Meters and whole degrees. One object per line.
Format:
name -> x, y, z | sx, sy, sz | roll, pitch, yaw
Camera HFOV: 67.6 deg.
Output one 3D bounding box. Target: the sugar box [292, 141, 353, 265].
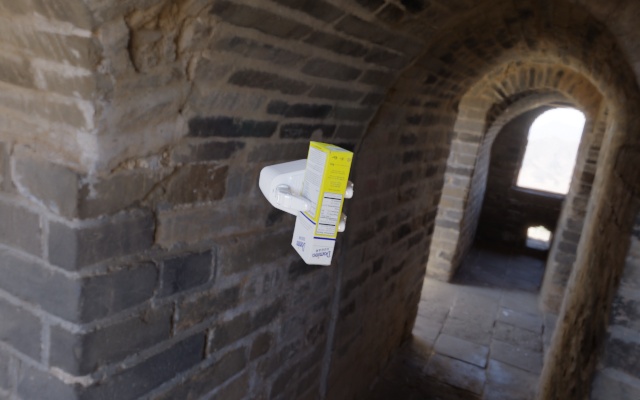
sugar box -> 0.001, 0.002, 0.745 | 0.048, 0.176, 0.093 | 4, 13, -20
